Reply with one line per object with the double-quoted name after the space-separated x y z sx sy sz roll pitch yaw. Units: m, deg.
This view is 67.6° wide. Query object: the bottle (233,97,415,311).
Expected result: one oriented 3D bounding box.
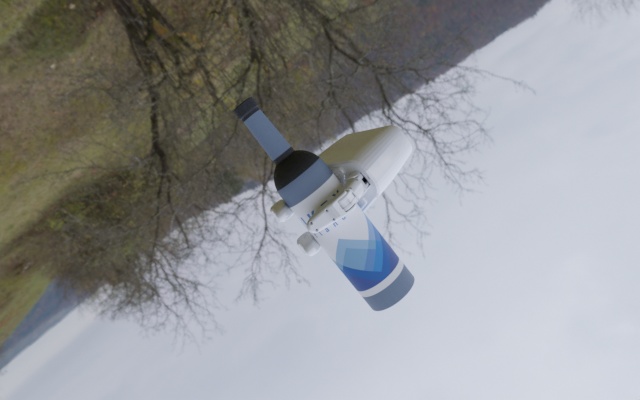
0.000 0.002 0.575 0.069 0.296 0.069 -38 9 7 "bottle"
